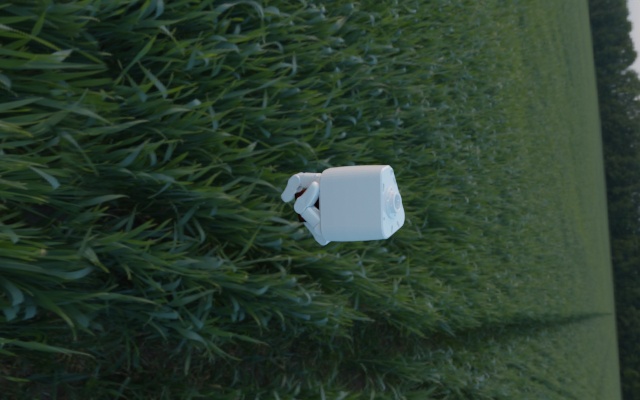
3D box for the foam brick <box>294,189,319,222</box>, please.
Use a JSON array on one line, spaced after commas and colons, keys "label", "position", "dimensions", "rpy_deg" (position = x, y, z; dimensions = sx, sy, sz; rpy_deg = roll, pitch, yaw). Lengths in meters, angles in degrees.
[{"label": "foam brick", "position": [0.000, 0.003, 0.819], "dimensions": [0.051, 0.053, 0.078], "rpy_deg": [-2, 14, 31]}]
